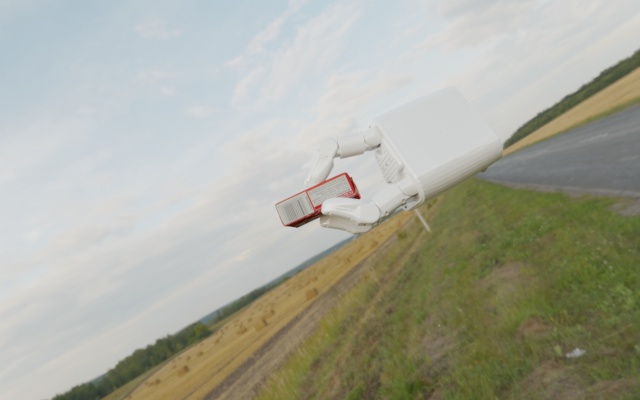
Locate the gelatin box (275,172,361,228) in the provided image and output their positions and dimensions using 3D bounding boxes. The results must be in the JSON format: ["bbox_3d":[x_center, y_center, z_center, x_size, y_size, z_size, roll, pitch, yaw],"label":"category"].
[{"bbox_3d":[0.000,0.002,0.544,0.089,0.030,0.073,-24,-7,5],"label":"gelatin box"}]
